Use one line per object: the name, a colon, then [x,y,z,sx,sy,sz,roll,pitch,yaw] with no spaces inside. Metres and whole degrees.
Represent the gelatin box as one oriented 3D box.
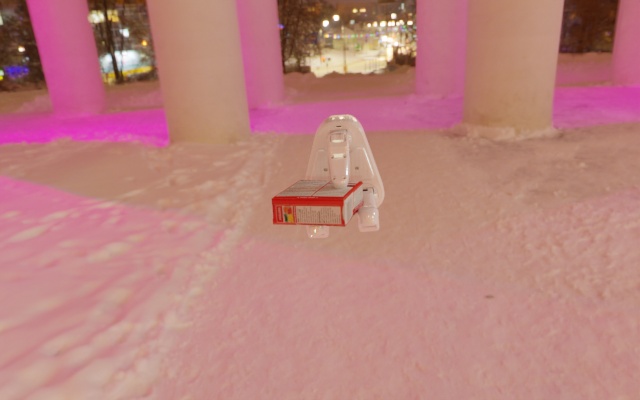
gelatin box: [0.000,0.001,0.489,0.073,0.030,0.089,1,14,17]
